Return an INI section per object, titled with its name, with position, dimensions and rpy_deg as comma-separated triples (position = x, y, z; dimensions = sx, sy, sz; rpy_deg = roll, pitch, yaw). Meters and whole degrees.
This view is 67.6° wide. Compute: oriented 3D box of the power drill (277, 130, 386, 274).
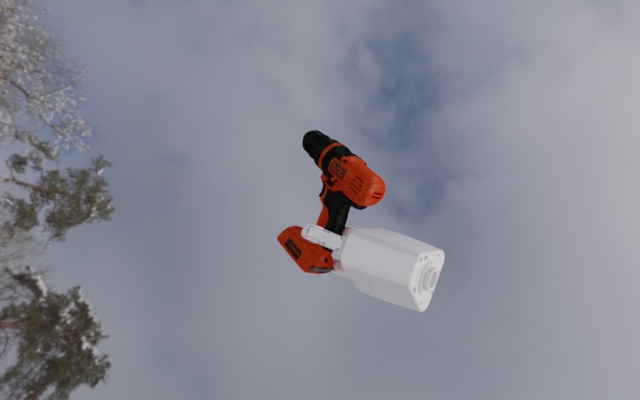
[power drill]
position = 0.000, 0.003, 0.733
dimensions = 0.057, 0.188, 0.184
rpy_deg = 7, 27, -40
